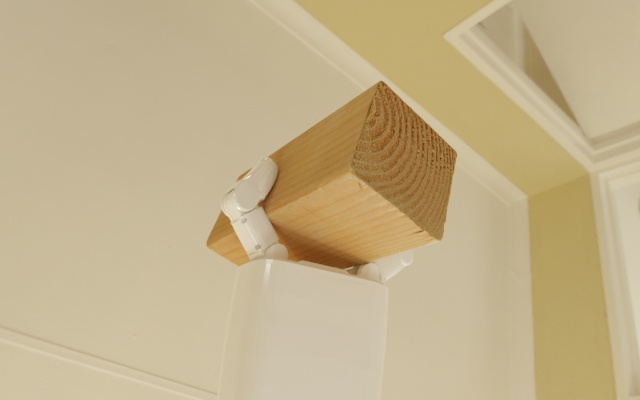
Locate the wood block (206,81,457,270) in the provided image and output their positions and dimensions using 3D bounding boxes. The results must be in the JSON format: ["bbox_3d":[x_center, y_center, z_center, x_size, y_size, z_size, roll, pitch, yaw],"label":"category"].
[{"bbox_3d":[0.000,0.002,0.407,0.091,0.090,0.206,37,-37,-23],"label":"wood block"}]
